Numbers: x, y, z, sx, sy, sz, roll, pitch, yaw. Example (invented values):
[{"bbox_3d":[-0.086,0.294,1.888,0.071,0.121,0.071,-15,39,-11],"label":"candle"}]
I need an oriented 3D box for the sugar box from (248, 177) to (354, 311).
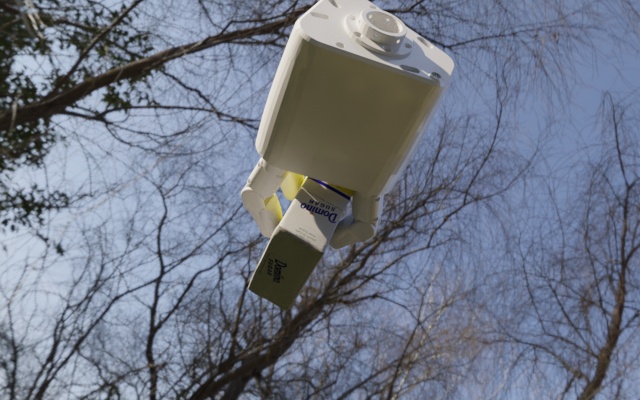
[{"bbox_3d":[0.000,0.001,0.426,0.048,0.093,0.176,30,45,2],"label":"sugar box"}]
